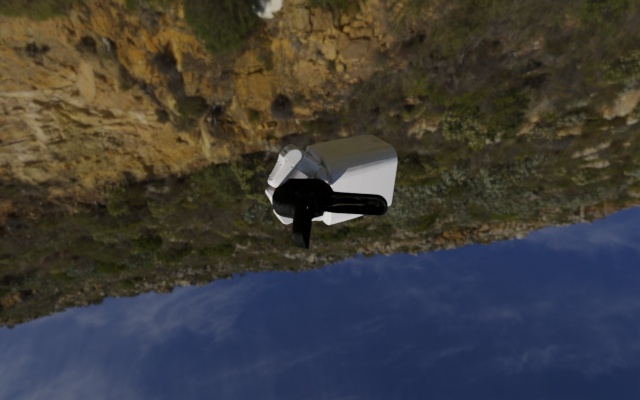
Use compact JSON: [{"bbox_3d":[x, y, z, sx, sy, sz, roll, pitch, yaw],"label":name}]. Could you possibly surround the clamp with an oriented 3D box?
[{"bbox_3d":[0.000,0.002,0.587,0.120,0.039,0.171,-13,25,-17],"label":"clamp"}]
